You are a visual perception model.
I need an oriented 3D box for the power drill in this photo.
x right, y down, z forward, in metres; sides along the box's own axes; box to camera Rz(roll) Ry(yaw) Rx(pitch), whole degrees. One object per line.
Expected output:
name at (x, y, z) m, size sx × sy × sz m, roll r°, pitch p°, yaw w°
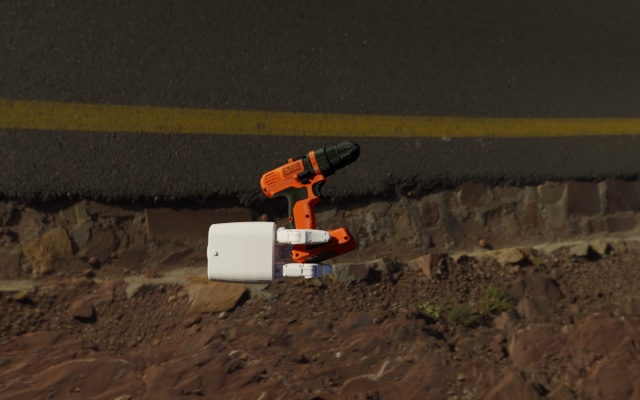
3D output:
power drill at (0.000, 0.003, 0.801) m, size 0.184 × 0.187 × 0.057 m, roll -23°, pitch -28°, yaw 13°
